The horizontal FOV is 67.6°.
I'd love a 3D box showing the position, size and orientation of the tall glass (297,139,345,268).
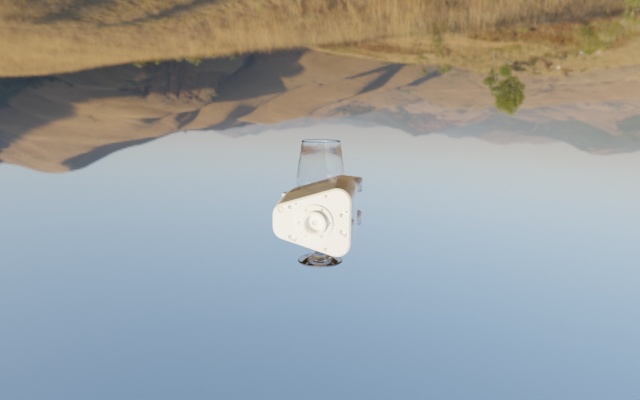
[{"bbox_3d":[0.000,0.003,0.778,0.079,0.201,0.079,0,11,0],"label":"tall glass"}]
